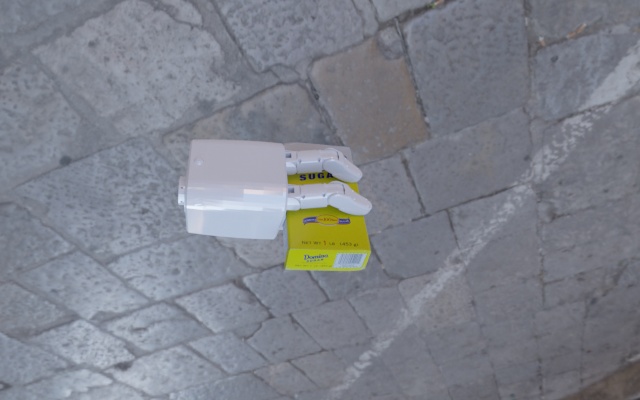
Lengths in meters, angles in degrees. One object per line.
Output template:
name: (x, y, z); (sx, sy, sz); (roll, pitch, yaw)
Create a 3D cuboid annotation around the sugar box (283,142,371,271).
sugar box: (0.000, 0.002, 0.579); (0.093, 0.176, 0.048); (3, -41, -12)
